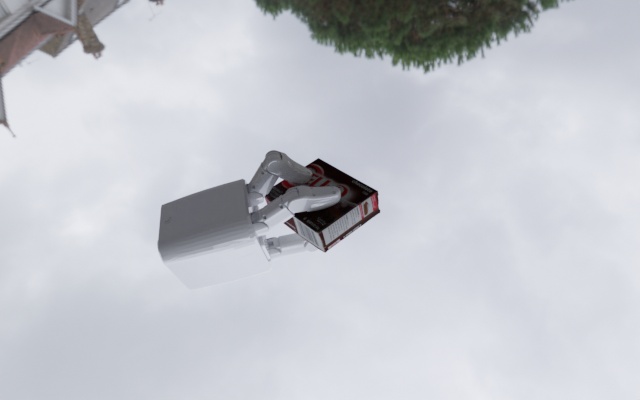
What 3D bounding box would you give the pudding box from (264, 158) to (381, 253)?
[{"bbox_3d":[0.000,0.002,0.564,0.090,0.039,0.113,-35,45,-23],"label":"pudding box"}]
